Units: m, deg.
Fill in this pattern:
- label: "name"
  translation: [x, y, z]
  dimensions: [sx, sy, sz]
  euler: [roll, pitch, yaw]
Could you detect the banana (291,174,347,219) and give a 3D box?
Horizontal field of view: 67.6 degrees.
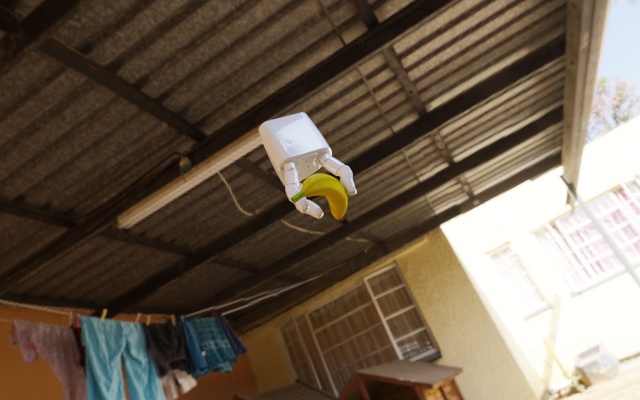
- label: "banana"
  translation: [0.012, -0.010, 0.875]
  dimensions: [0.069, 0.037, 0.198]
  euler: [-43, -27, 12]
